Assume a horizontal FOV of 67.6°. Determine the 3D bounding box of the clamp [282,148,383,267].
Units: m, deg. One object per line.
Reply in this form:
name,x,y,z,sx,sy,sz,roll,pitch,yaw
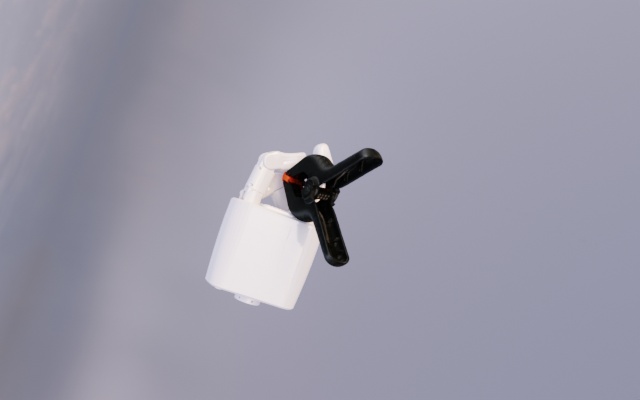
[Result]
clamp,0.000,0.001,0.523,0.039,0.120,0.171,22,-6,-27
